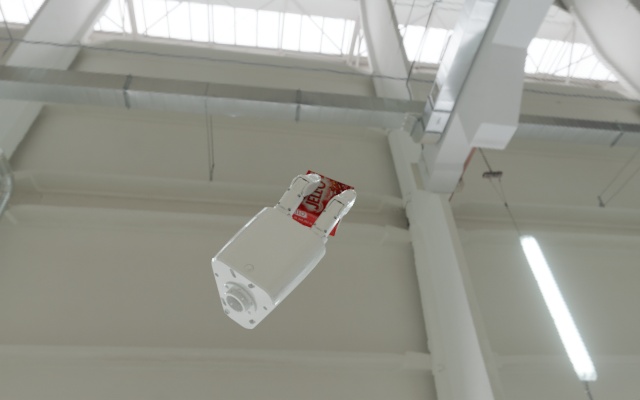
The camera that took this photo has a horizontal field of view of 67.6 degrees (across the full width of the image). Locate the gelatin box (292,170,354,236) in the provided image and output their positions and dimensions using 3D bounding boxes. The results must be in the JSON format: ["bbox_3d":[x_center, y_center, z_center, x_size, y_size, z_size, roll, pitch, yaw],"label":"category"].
[{"bbox_3d":[0.000,0.002,0.667,0.073,0.030,0.089,21,40,6],"label":"gelatin box"}]
